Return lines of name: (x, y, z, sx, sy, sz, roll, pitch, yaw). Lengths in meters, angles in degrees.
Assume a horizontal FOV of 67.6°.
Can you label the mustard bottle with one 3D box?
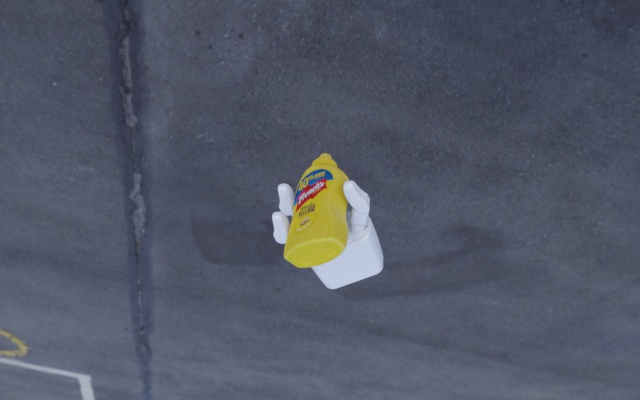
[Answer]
mustard bottle: (0.000, 0.002, 0.716, 0.096, 0.191, 0.058, -28, -51, 35)
